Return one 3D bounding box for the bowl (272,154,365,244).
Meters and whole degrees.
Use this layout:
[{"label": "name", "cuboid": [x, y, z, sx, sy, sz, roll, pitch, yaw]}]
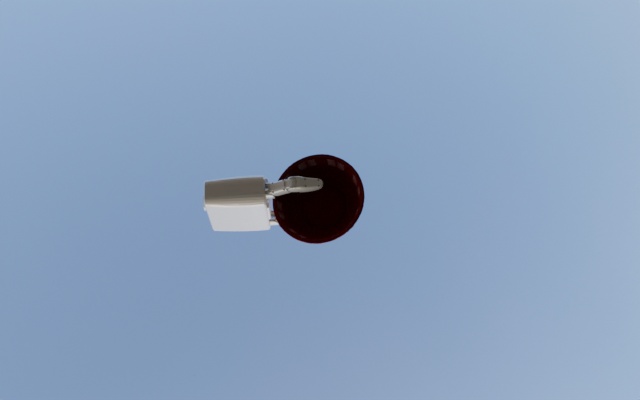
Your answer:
[{"label": "bowl", "cuboid": [0.002, 0.003, 0.839, 0.162, 0.162, 0.055, 0, -18, 13]}]
